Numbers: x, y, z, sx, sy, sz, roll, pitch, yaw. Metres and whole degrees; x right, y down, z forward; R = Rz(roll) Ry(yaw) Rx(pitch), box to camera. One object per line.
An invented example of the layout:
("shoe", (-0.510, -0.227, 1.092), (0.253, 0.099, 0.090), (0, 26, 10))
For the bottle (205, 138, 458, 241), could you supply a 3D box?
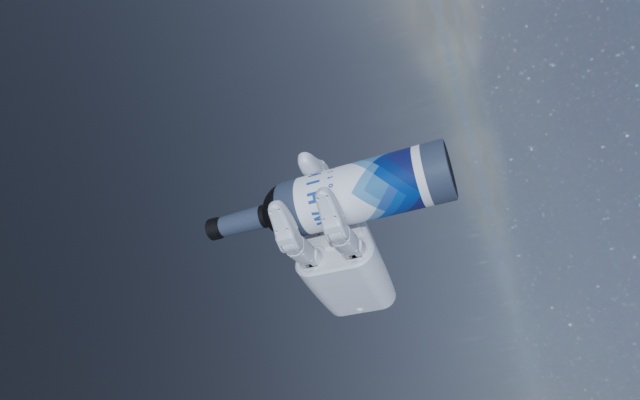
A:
("bottle", (0.000, 0.002, 0.542), (0.296, 0.069, 0.069), (-14, -5, 19))
